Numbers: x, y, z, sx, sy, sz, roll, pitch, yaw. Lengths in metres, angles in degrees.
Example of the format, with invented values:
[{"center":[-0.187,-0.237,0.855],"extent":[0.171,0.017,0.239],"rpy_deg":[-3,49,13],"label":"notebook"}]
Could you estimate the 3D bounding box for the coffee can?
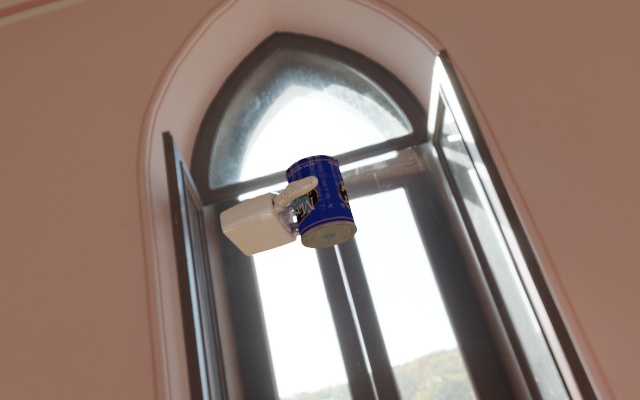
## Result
[{"center":[0.000,0.003,0.863],"extent":[0.103,0.140,0.103],"rpy_deg":[-12,-25,-6],"label":"coffee can"}]
